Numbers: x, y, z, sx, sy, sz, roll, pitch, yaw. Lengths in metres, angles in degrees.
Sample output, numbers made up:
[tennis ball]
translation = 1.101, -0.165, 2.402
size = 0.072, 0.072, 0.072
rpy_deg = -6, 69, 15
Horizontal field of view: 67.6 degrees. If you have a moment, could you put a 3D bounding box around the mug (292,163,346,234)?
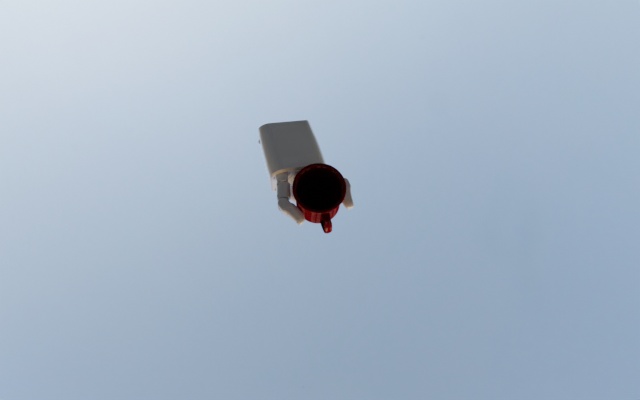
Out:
[mug]
translation = 0.001, 0.004, 0.848
size = 0.093, 0.117, 0.081
rpy_deg = -15, -19, -8
